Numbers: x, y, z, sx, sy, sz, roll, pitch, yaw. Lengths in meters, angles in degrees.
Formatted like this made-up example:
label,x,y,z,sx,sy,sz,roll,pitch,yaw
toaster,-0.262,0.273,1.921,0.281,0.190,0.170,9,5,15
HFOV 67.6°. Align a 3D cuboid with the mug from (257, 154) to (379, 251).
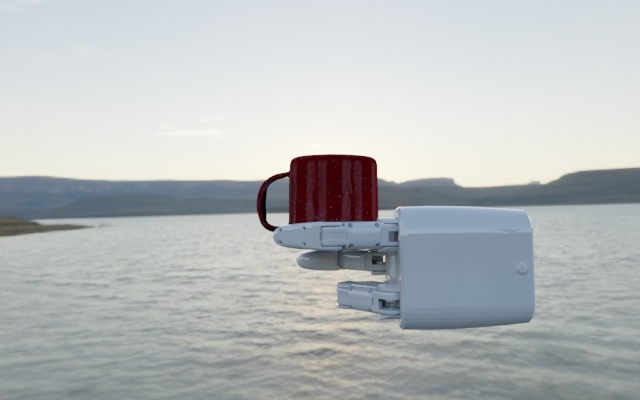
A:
label,x,y,z,sx,sy,sz,roll,pitch,yaw
mug,-0.001,0.001,0.440,0.117,0.081,0.093,0,-1,-1
